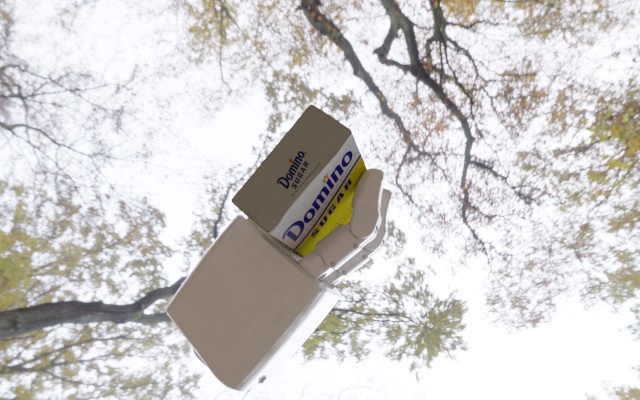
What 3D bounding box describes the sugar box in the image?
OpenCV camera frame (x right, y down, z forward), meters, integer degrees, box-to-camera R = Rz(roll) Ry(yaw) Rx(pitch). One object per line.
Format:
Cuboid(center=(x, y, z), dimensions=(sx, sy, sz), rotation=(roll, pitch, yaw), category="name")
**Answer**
Cuboid(center=(0.000, 0.002, 0.407), dimensions=(0.048, 0.093, 0.176), rotation=(38, -4, 19), category="sugar box")
